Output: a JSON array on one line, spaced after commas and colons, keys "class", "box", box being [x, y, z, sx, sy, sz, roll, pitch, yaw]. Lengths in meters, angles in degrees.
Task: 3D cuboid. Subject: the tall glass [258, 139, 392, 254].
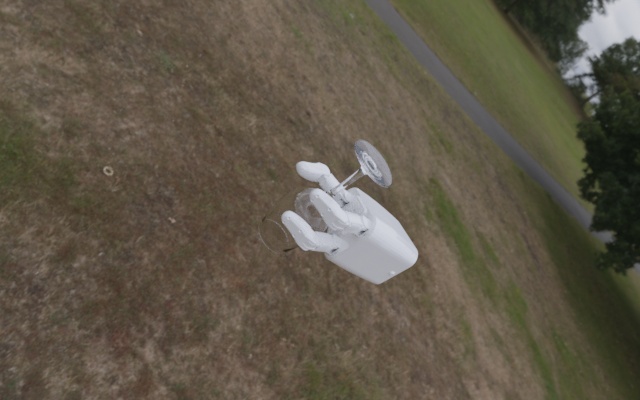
[{"class": "tall glass", "box": [0.000, 0.002, 0.669, 0.201, 0.079, 0.079, -36, -19, 29]}]
